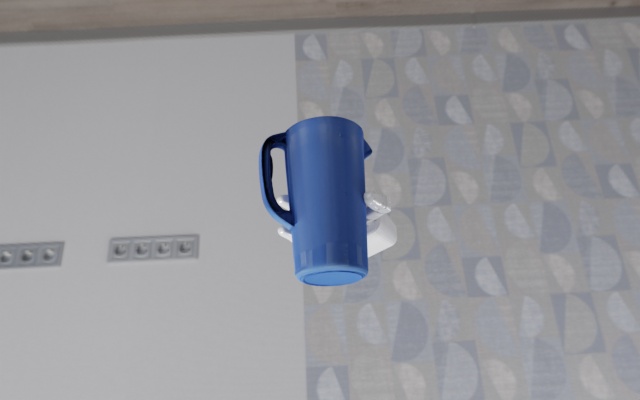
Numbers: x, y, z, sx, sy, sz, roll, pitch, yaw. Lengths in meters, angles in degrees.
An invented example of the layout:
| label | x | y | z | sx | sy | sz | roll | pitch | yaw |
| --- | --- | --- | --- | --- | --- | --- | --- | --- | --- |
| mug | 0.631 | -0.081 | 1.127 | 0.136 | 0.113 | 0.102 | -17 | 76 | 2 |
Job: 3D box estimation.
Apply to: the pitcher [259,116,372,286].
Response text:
| label | x | y | z | sx | sy | sz | roll | pitch | yaw |
| --- | --- | --- | --- | --- | --- | --- | --- | --- | --- |
| pitcher | 0.000 | 0.002 | 0.735 | 0.149 | 0.242 | 0.145 | -13 | -25 | 22 |
